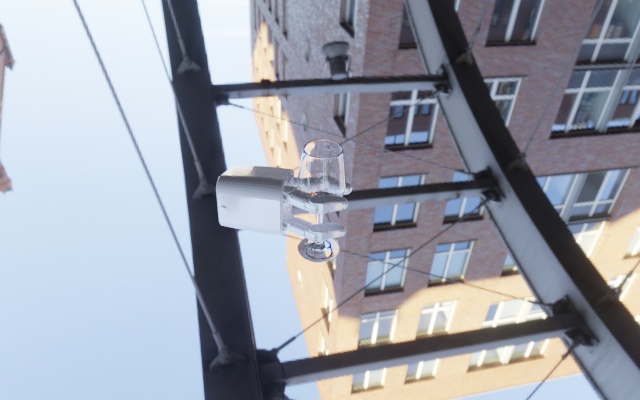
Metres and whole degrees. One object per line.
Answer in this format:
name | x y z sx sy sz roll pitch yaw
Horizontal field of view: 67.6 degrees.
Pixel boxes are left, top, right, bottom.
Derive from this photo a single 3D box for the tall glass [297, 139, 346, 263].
tall glass | 0.000 0.003 0.784 0.079 0.201 0.079 2 35 -1
